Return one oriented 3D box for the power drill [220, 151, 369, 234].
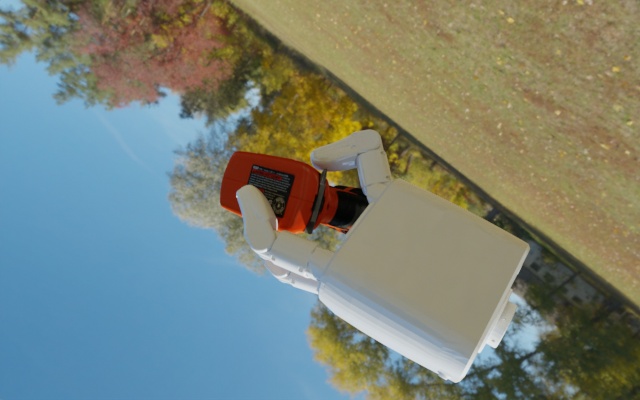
[{"bbox_3d":[0.000,0.002,0.460,0.184,0.057,0.188,13,0,41],"label":"power drill"}]
